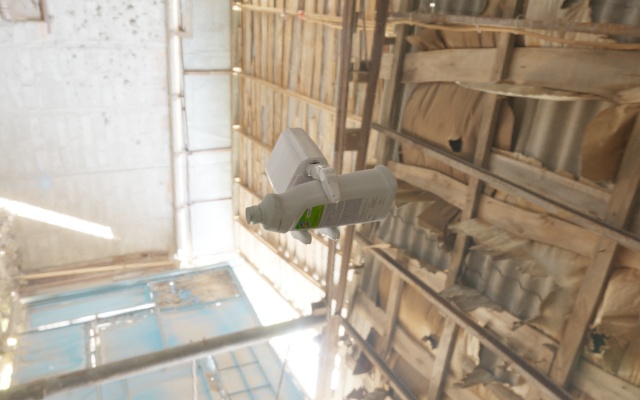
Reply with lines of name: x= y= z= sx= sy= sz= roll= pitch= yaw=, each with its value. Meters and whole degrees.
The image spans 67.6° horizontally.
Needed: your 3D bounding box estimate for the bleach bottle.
bleach bottle: x=0.000 y=0.003 z=0.799 sx=0.251 sy=0.103 sz=0.068 roll=-7 pitch=44 yaw=-24
